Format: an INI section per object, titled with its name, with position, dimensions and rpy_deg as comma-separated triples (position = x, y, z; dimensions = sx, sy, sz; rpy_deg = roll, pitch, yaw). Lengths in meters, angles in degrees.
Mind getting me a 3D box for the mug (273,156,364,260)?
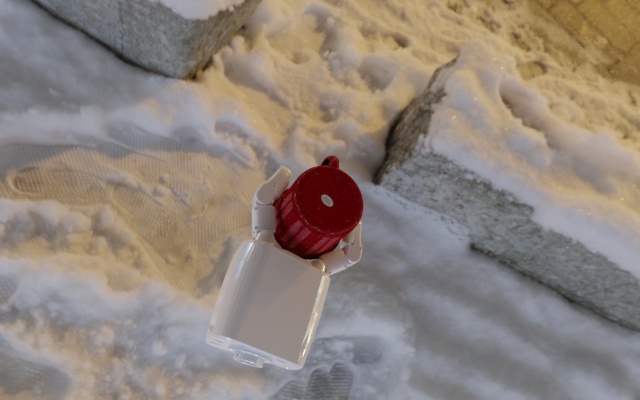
[mug]
position = 0.001, 0.000, 0.542
dimensions = 0.093, 0.117, 0.081
rpy_deg = 22, -26, -11
